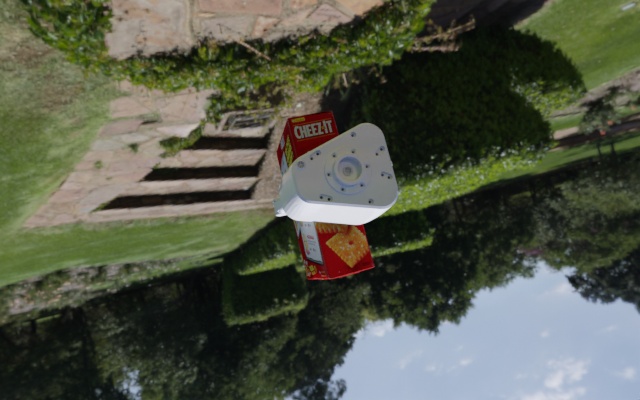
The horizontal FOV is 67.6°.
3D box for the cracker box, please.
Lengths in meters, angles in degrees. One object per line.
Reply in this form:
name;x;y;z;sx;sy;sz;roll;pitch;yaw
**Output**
cracker box;0.000;0.002;0.684;0.072;0.213;0.164;-13;-7;-13
